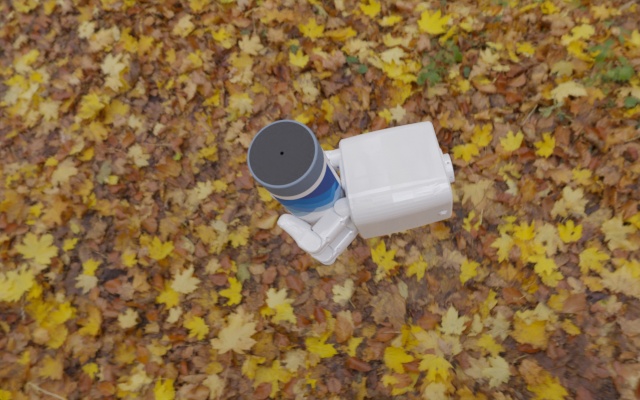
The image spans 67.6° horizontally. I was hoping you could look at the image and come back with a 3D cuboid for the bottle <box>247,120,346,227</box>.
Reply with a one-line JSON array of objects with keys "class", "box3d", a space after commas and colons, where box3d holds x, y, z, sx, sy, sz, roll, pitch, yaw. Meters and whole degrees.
[{"class": "bottle", "box3d": [0.000, 0.002, 0.560, 0.069, 0.069, 0.296, 0, -17, 14]}]
